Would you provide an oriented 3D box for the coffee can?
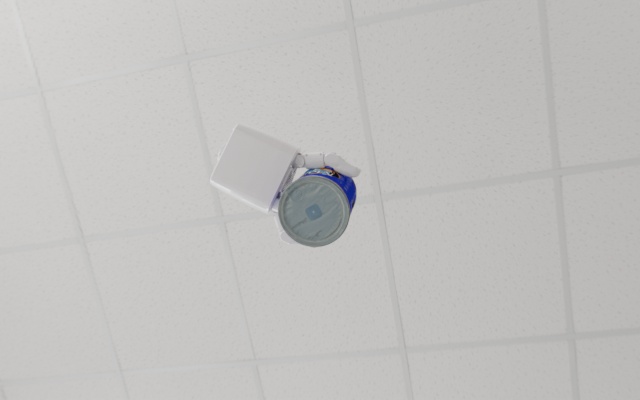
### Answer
[{"bbox_3d":[0.000,0.002,0.735,0.103,0.103,0.140,0,12,9],"label":"coffee can"}]
